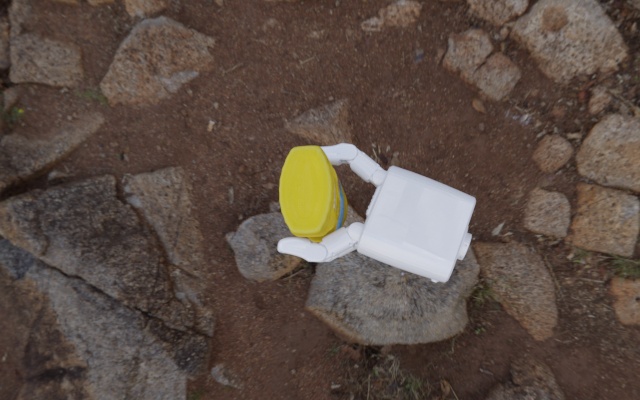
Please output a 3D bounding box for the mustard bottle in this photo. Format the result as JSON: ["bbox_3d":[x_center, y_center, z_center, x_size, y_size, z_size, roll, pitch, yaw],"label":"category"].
[{"bbox_3d":[0.000,0.002,0.584,0.058,0.096,0.192,-3,-9,9],"label":"mustard bottle"}]
